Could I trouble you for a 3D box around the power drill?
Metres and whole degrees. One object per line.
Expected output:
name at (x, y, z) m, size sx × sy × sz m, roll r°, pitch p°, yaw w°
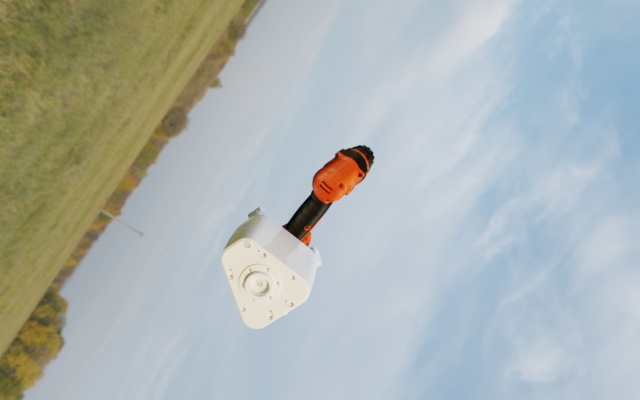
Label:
power drill at (0.000, 0.003, 0.702) m, size 0.057 × 0.188 × 0.184 m, roll 40°, pitch 27°, yaw 6°
